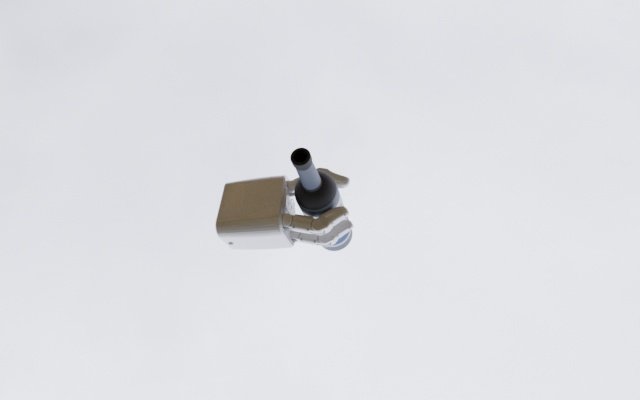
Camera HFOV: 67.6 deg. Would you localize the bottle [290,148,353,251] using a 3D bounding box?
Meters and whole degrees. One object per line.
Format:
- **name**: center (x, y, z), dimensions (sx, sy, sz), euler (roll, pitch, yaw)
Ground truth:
- **bottle**: center (0.000, 0.003, 0.756), dimensions (0.069, 0.069, 0.296), euler (0, -24, 11)
